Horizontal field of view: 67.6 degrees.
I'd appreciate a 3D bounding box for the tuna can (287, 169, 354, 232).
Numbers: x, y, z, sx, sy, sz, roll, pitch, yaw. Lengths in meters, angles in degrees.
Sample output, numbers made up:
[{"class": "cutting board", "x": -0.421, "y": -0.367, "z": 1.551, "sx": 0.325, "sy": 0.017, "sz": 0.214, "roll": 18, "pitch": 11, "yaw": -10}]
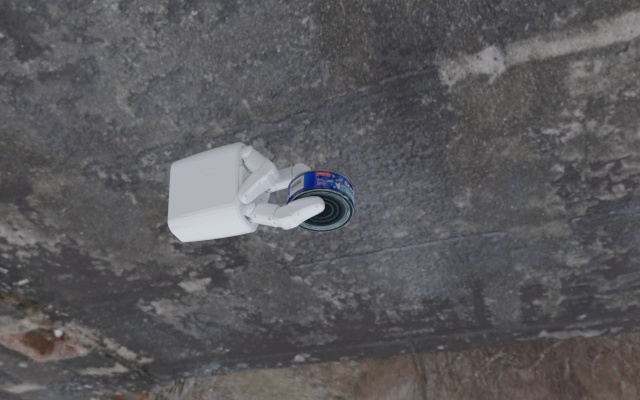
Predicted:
[{"class": "tuna can", "x": 0.000, "y": 0.002, "z": 0.599, "sx": 0.086, "sy": 0.033, "sz": 0.086, "roll": 0, "pitch": -42, "yaw": 0}]
